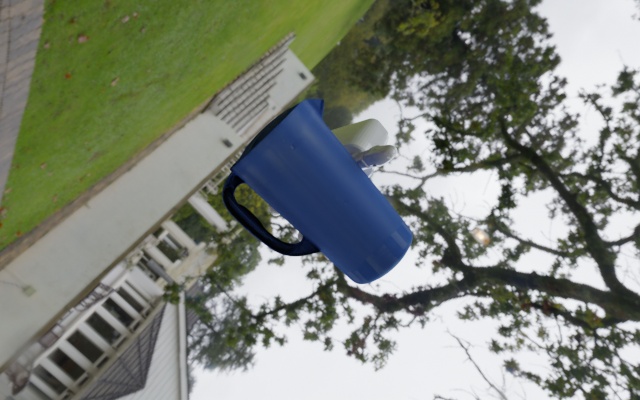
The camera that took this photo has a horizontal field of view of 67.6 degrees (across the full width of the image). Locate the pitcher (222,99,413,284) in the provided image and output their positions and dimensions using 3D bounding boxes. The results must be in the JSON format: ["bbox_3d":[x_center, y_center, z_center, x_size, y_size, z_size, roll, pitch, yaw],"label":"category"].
[{"bbox_3d":[0.000,0.002,0.635,0.149,0.243,0.145,-34,15,38],"label":"pitcher"}]
